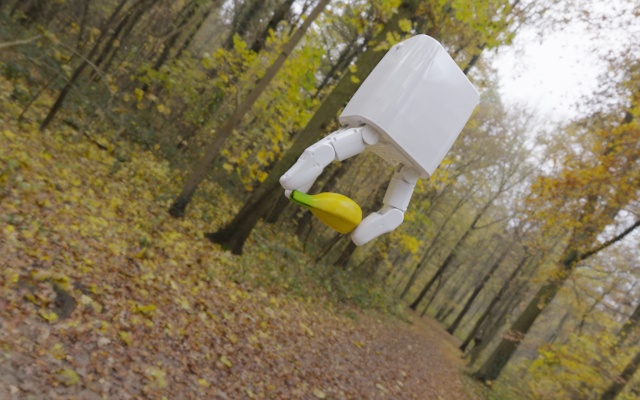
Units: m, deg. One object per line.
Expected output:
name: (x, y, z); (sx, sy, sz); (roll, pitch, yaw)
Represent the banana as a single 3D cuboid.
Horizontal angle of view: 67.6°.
banana: (0.015, 0.011, 0.546); (0.069, 0.037, 0.198); (32, -2, 8)
